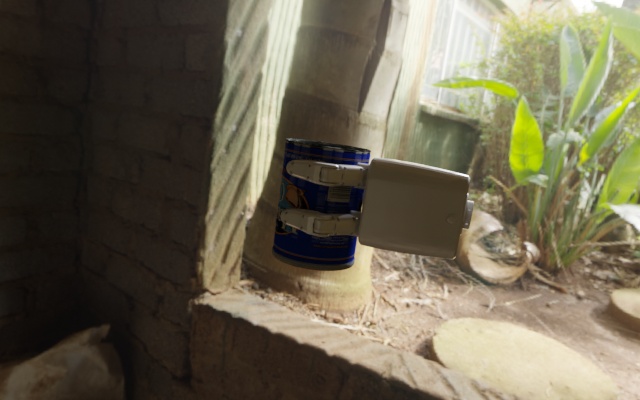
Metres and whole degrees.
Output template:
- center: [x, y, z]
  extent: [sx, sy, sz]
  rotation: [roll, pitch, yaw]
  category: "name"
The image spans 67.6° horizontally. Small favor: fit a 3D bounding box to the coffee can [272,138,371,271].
- center: [0.000, 0.002, 0.577]
  extent: [0.103, 0.140, 0.103]
  rotation: [8, 10, -1]
  category: "coffee can"
